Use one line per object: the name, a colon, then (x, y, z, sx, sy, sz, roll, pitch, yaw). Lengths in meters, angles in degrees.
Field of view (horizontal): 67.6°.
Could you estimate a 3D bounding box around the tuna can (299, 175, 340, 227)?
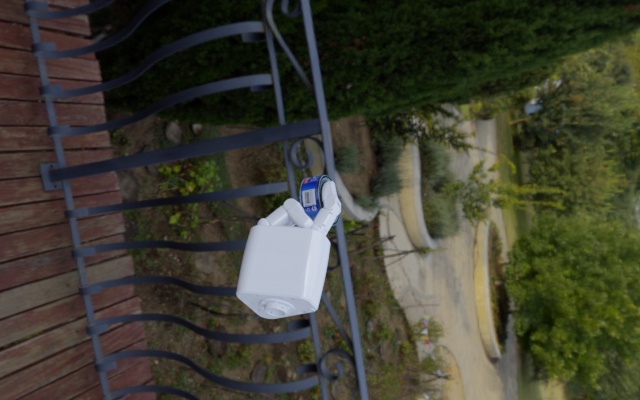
tuna can: (0.001, 0.002, 0.765, 0.034, 0.086, 0.086, -11, -5, 23)
